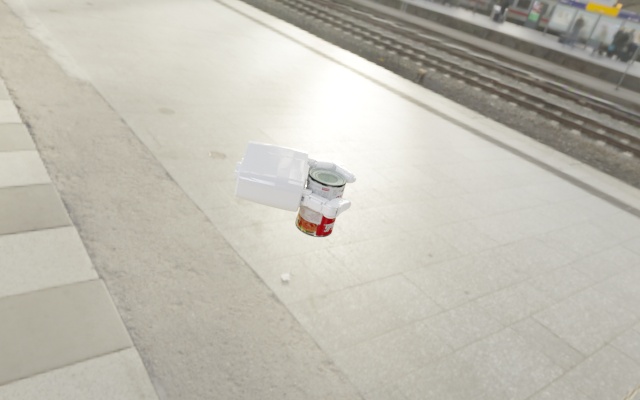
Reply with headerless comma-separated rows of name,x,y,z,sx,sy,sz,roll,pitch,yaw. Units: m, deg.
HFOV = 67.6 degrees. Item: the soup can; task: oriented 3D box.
soup can,0.001,0.003,0.818,0.068,0.102,0.068,12,27,-6
